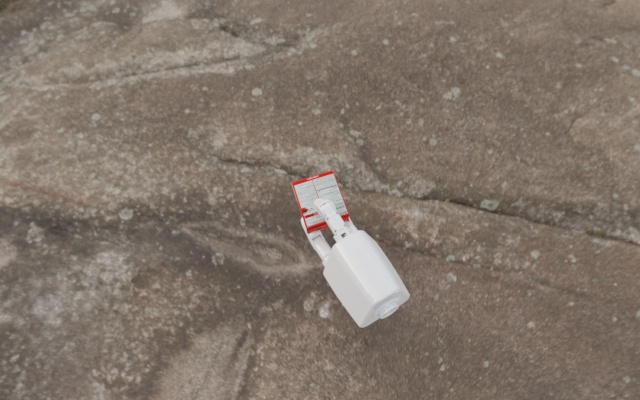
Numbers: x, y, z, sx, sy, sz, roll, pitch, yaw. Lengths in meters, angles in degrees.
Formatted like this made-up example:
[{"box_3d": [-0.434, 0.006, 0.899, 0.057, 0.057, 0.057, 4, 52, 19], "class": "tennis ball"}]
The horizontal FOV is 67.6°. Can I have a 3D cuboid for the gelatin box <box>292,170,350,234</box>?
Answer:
[{"box_3d": [0.000, 0.002, 0.783, 0.073, 0.089, 0.030, -18, -24, -3], "class": "gelatin box"}]
